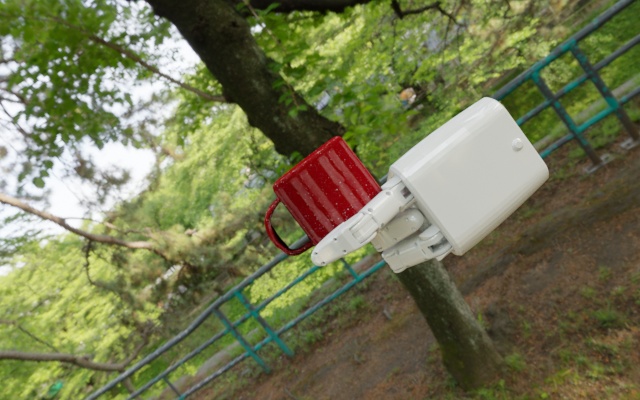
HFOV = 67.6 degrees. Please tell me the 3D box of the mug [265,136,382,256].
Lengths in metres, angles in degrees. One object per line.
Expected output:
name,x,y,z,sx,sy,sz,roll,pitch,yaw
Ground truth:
mug,-0.001,0.002,0.449,0.117,0.081,0.093,-38,6,-3
